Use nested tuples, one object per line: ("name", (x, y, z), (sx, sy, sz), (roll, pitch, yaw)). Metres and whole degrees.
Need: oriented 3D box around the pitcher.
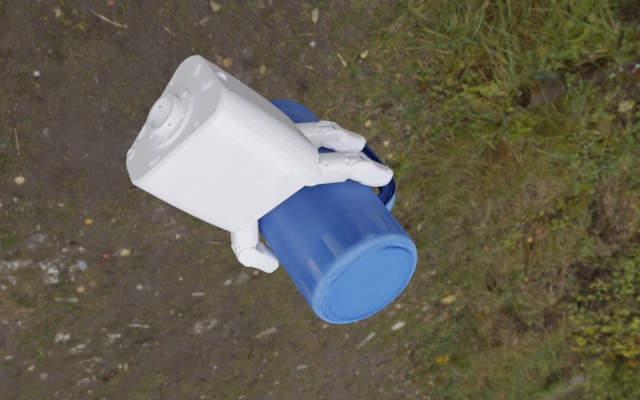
("pitcher", (0.000, 0.002, 0.502), (0.145, 0.149, 0.242), (33, 14, -46))
